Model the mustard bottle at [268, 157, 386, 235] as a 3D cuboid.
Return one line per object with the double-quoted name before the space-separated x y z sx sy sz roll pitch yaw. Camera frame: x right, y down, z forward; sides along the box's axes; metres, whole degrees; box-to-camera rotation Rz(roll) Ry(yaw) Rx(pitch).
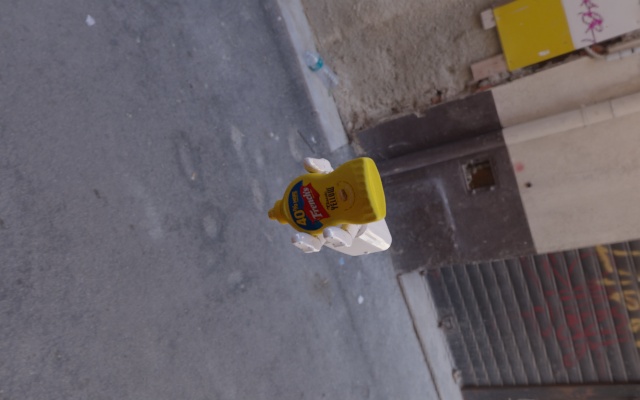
"mustard bottle" 0.000 0.002 0.735 0.191 0.096 0.058 -14 -2 29
